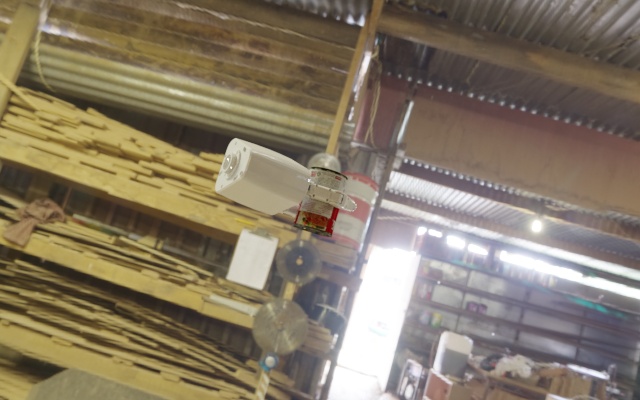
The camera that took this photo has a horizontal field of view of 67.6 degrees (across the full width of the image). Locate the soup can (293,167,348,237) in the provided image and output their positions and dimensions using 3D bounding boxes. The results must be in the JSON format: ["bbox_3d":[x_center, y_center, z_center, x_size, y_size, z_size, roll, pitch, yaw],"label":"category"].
[{"bbox_3d":[0.001,0.002,0.790,0.068,0.102,0.068,16,-8,2],"label":"soup can"}]
